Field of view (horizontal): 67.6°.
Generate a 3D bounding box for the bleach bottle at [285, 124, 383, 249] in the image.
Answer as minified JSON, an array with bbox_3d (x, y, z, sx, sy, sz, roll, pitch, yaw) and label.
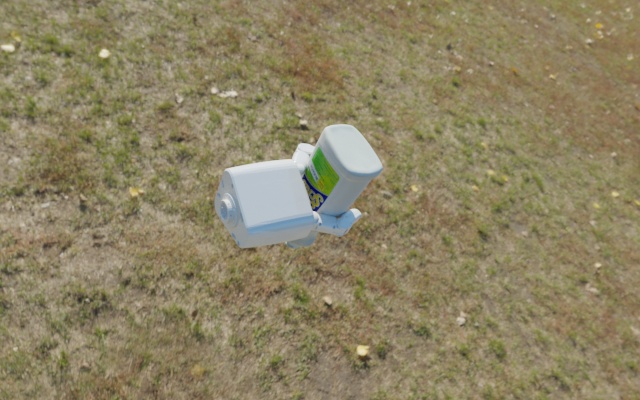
[{"bbox_3d":[0.000,0.002,0.752,0.068,0.102,0.251,-10,-33,-34],"label":"bleach bottle"}]
